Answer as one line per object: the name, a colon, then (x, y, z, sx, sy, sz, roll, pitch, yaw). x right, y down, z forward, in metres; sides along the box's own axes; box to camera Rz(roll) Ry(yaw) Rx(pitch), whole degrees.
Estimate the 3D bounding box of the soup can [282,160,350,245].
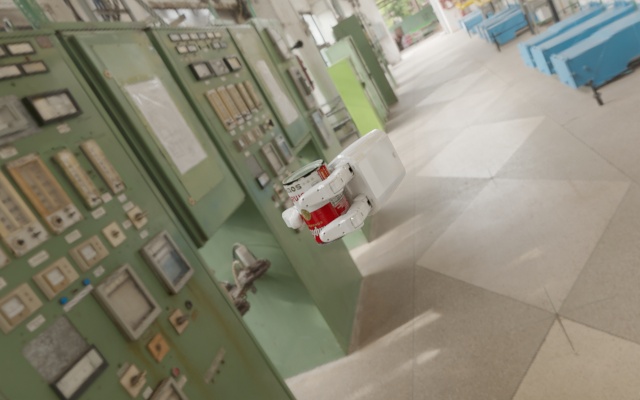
soup can: (0.000, 0.002, 0.672, 0.068, 0.102, 0.068, -28, 13, 7)
